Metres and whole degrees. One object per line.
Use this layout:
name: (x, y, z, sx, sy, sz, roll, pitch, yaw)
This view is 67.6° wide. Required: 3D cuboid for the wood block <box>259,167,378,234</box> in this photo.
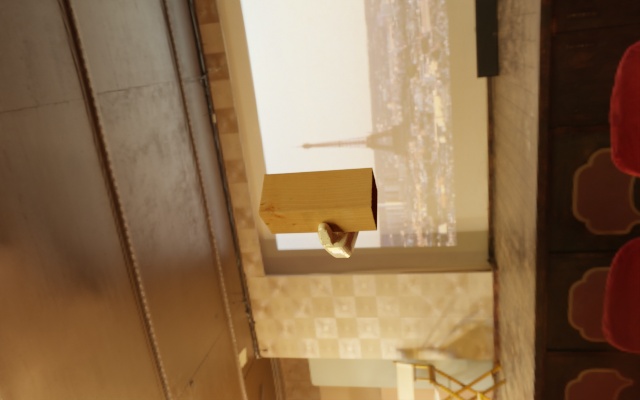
wood block: (0.000, 0.003, 0.899, 0.206, 0.090, 0.090, -3, -31, 12)
